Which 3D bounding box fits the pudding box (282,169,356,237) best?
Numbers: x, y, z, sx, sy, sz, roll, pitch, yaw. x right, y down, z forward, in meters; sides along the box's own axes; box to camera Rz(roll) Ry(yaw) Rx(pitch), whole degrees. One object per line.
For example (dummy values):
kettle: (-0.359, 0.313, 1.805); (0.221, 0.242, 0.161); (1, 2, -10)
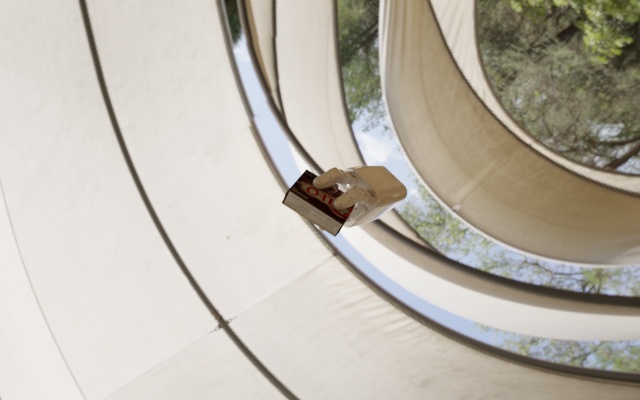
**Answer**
pudding box: (0.000, 0.003, 0.839); (0.113, 0.039, 0.090); (30, 32, 3)
